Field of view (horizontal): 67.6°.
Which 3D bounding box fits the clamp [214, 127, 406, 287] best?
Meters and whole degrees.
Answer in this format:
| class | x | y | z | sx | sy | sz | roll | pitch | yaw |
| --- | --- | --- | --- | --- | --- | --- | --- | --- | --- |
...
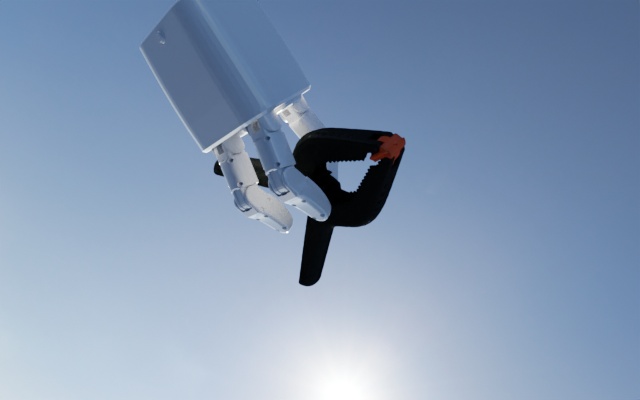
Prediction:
| class | x | y | z | sx | sy | sz | roll | pitch | yaw |
| --- | --- | --- | --- | --- | --- | --- | --- | --- | --- |
| clamp | 0.001 | 0.001 | 0.441 | 0.210 | 0.164 | 0.036 | -21 | 17 | 45 |
